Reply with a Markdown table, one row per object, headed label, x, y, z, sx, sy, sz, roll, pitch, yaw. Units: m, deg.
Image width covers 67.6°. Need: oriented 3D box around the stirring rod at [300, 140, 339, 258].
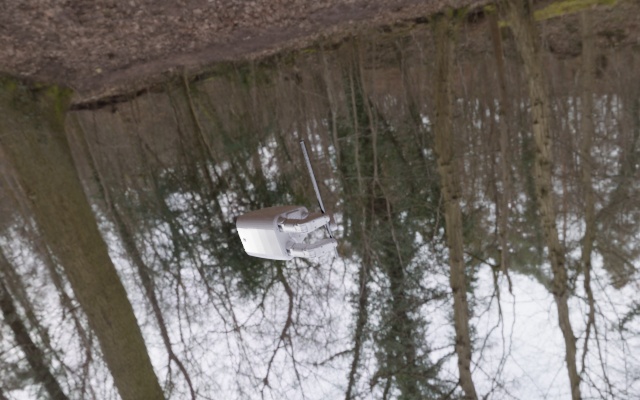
| label | x | y | z | sx | sy | sz | roll | pitch | yaw |
| --- | --- | --- | --- | --- | --- | --- | --- | --- | --- |
| stirring rod | 0.000 | 0.003 | 0.880 | 0.011 | 0.240 | 0.011 | -15 | 22 | 6 |
